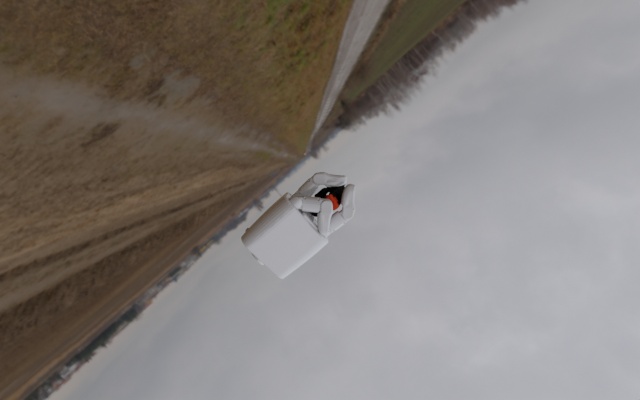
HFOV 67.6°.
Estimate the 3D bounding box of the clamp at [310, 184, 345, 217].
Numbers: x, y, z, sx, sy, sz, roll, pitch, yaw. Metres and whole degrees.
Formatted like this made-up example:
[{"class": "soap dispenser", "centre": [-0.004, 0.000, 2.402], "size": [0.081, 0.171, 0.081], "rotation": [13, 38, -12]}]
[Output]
[{"class": "clamp", "centre": [0.001, 0.003, 0.890], "size": [0.120, 0.039, 0.171], "rotation": [-41, 5, 5]}]
